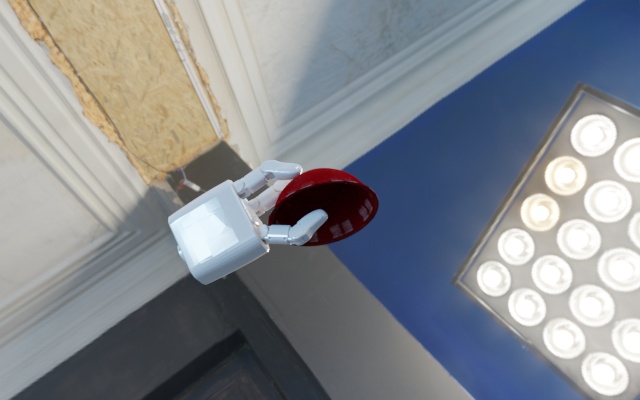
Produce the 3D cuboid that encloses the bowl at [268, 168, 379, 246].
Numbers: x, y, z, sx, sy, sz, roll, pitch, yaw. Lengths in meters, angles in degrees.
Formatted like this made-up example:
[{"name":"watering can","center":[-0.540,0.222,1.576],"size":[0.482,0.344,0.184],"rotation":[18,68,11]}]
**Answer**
[{"name":"bowl","center":[0.001,0.002,0.693],"size":[0.162,0.055,0.162],"rotation":[-9,-35,-7]}]
